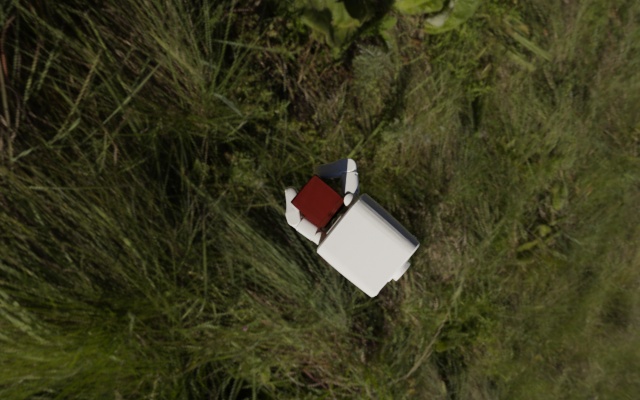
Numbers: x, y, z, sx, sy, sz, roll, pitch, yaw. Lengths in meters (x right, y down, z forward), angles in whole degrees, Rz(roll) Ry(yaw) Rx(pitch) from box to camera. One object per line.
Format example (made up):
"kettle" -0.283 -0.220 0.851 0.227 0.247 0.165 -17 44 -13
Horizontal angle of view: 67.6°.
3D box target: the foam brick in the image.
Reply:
"foam brick" 0.000 0.002 0.673 0.051 0.053 0.078 41 3 9
